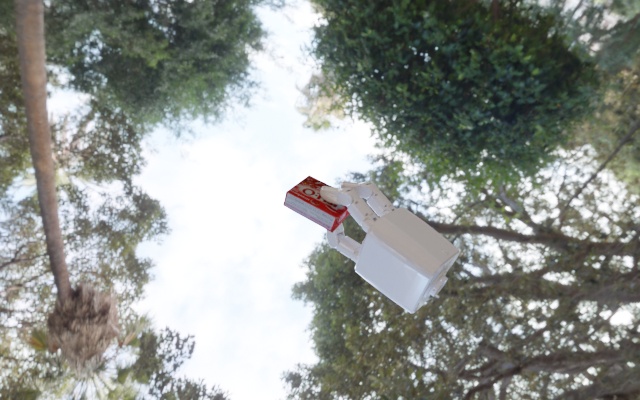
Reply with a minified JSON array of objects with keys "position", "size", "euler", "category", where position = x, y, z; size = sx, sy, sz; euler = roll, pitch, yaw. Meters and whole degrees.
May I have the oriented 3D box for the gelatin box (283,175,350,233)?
[{"position":[0.000,0.003,0.718],"size":[0.089,0.030,0.073],"euler":[27,32,14],"category":"gelatin box"}]
